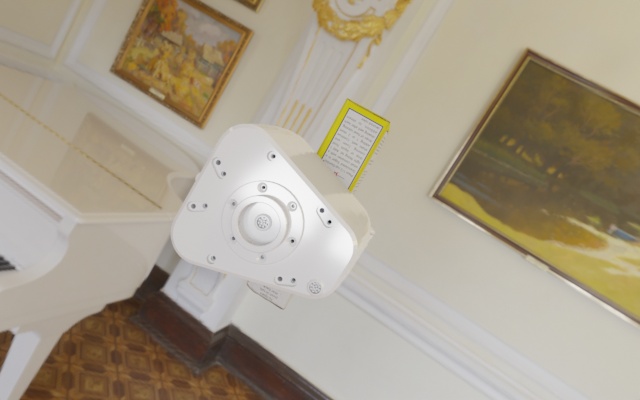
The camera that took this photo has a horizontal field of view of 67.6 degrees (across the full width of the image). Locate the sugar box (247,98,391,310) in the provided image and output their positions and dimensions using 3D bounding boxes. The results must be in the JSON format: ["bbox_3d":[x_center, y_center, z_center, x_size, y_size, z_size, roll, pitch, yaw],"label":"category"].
[{"bbox_3d":[0.000,0.001,0.424,0.048,0.176,0.093,32,8,3],"label":"sugar box"}]
